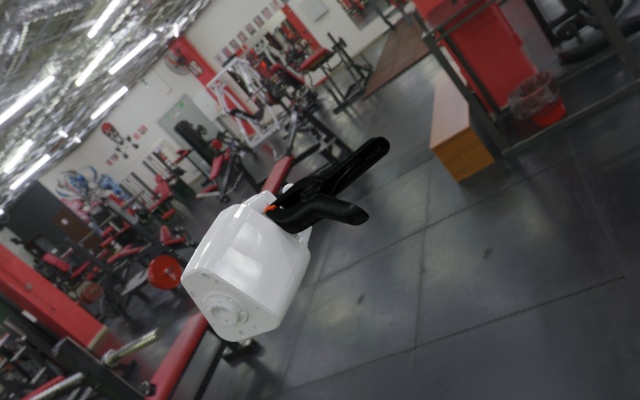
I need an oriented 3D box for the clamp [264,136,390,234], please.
[{"bbox_3d":[0.000,0.001,0.529,0.171,0.039,0.120,-30,24,33],"label":"clamp"}]
